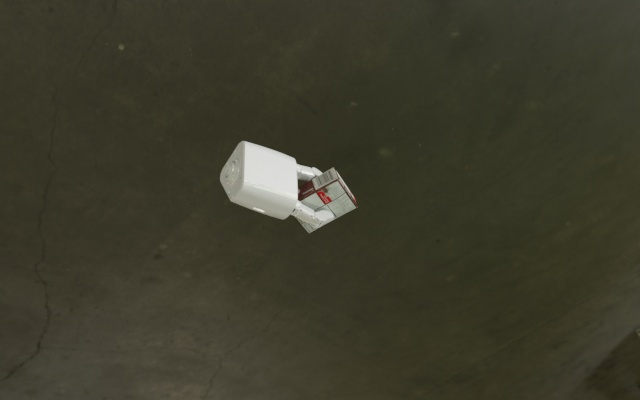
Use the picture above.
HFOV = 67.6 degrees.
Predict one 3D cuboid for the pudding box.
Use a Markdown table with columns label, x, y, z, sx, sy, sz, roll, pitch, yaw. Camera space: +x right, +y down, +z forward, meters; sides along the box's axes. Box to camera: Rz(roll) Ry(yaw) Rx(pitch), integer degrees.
| label | x | y | z | sx | sy | sz | roll | pitch | yaw |
| --- | --- | --- | --- | --- | --- | --- | --- | --- | --- |
| pudding box | 0.000 | 0.003 | 0.888 | 0.113 | 0.039 | 0.090 | -28 | -46 | 10 |
